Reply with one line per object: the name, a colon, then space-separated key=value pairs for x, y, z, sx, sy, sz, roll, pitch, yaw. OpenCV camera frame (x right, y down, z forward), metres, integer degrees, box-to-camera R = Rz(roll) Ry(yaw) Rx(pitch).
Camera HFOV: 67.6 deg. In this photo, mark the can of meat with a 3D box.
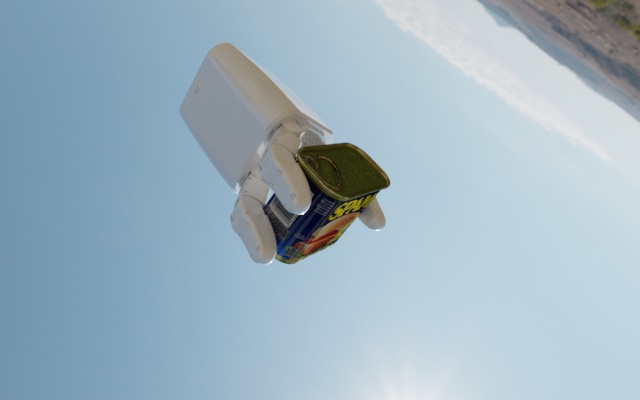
can of meat: x=0.000 y=0.002 z=0.411 sx=0.084 sy=0.057 sz=0.102 roll=-52 pitch=-19 yaw=28
